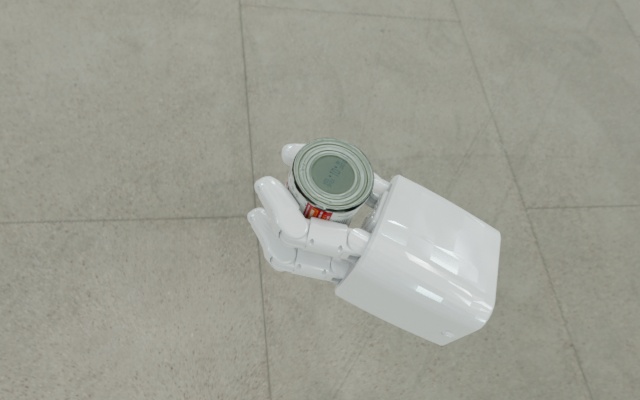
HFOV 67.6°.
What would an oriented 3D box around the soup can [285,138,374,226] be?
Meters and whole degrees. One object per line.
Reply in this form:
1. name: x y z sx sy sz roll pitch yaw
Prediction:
1. soup can: 0.000 0.001 0.412 0.068 0.068 0.102 0 -27 -14
